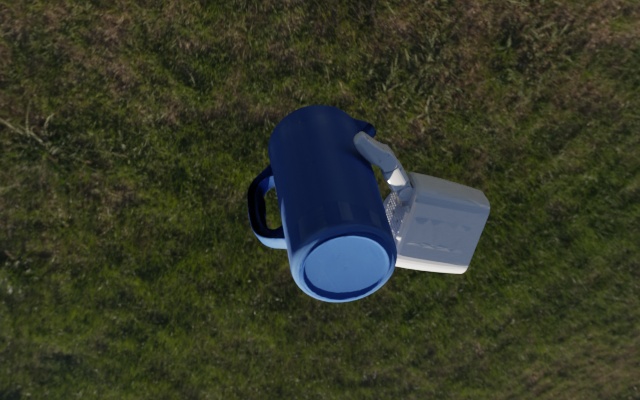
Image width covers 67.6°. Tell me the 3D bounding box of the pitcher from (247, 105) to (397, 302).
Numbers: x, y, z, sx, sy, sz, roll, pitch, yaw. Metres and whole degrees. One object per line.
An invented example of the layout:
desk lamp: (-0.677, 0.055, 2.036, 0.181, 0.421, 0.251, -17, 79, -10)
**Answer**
pitcher: (0.000, 0.002, 0.566, 0.145, 0.149, 0.242, 13, 33, -17)
